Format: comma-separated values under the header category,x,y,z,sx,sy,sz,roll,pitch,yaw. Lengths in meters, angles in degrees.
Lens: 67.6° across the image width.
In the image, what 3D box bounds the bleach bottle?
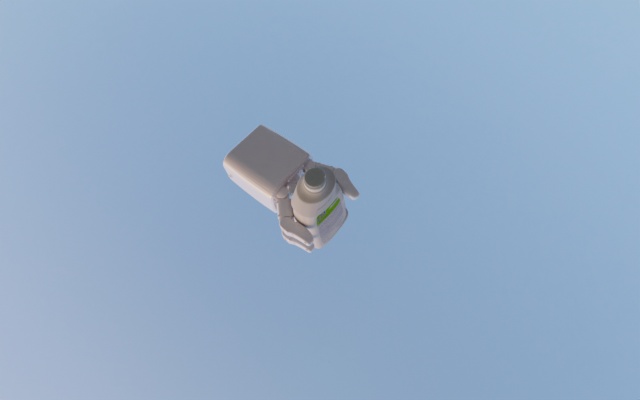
category,x,y,z,sx,sy,sz,roll,pitch,yaw
bleach bottle,0.000,0.003,0.767,0.068,0.102,0.251,35,-15,12
